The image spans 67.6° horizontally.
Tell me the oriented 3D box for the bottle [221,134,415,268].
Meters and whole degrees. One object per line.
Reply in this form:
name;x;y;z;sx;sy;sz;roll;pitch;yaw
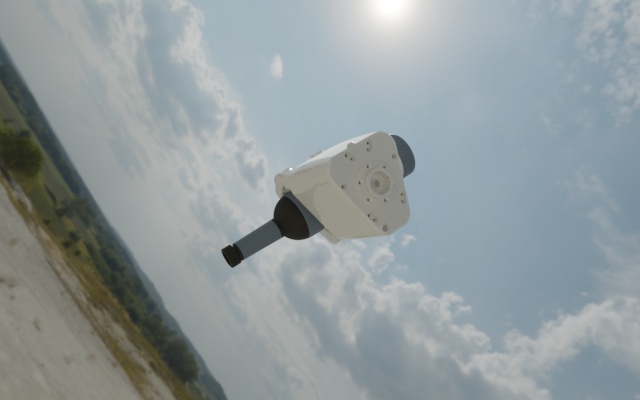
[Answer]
bottle;0.000;0.002;0.647;0.295;0.069;0.069;-31;13;-23
